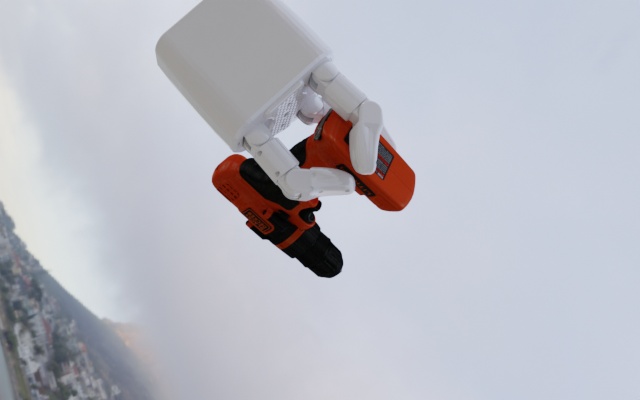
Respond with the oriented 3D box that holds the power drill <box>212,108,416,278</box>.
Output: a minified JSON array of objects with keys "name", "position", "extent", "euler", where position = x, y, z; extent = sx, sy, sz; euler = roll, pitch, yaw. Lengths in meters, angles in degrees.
[{"name":"power drill","position":[0.000,0.001,0.479],"extent":[0.184,0.057,0.188],"euler":[43,-43,-19]}]
